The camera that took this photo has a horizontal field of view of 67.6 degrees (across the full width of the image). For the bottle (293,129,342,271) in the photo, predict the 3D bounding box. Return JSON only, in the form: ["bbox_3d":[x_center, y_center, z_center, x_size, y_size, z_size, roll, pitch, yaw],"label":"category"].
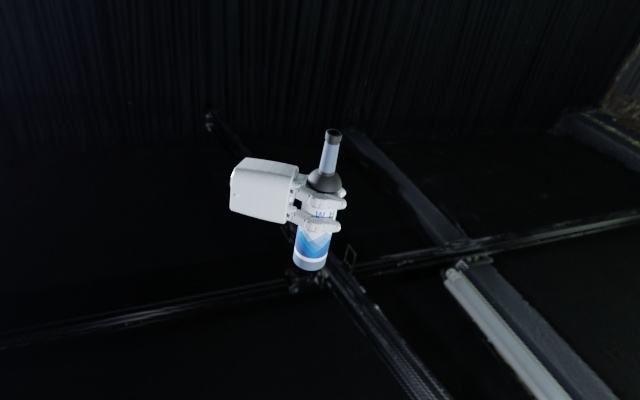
[{"bbox_3d":[0.000,0.003,0.889,0.069,0.296,0.069,7,36,-5],"label":"bottle"}]
